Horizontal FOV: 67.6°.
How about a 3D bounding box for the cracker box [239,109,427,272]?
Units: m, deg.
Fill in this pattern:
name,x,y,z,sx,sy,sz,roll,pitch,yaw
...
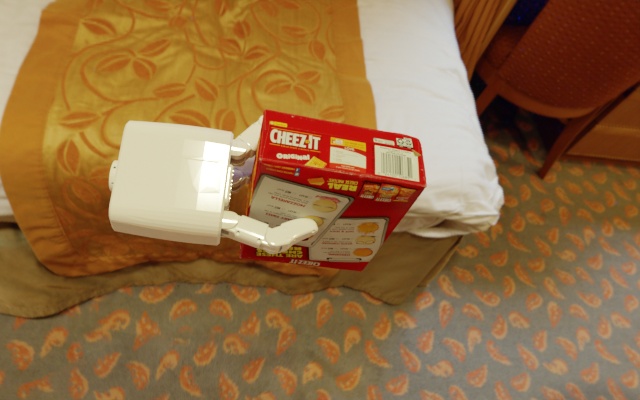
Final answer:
name,x,y,z,sx,sy,sz,roll,pitch,yaw
cracker box,0.000,0.002,0.542,0.164,0.072,0.214,8,-32,-10
